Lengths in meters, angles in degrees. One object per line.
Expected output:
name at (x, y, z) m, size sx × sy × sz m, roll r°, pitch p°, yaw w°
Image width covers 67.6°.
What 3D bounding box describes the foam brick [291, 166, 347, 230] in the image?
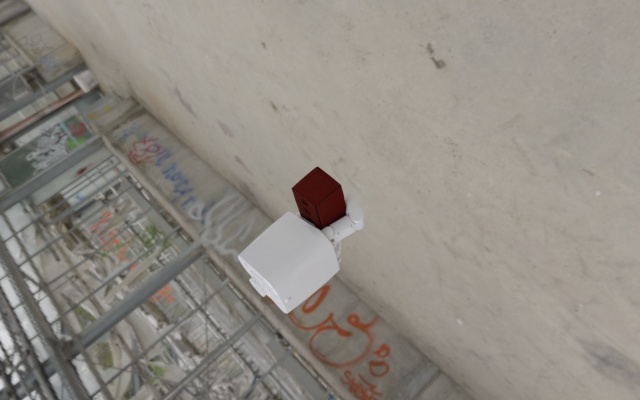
foam brick at (0.000, 0.002, 0.688) m, size 0.053 × 0.051 × 0.078 m, roll 39°, pitch -21°, yaw 33°
